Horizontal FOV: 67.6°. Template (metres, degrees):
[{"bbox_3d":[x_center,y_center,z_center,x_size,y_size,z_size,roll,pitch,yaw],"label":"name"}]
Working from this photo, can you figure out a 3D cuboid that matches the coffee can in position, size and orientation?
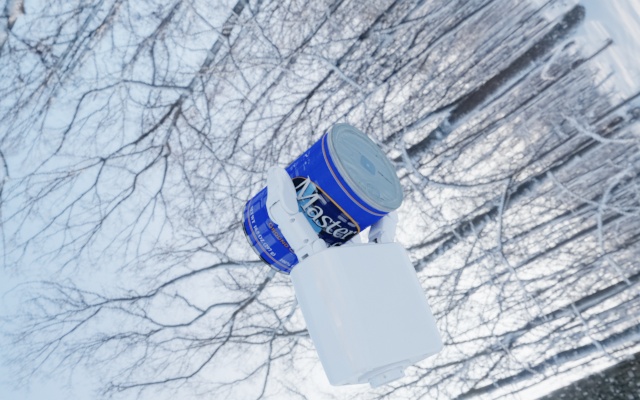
[{"bbox_3d":[0.000,0.001,0.501,0.140,0.102,0.103,-38,-21,30],"label":"coffee can"}]
